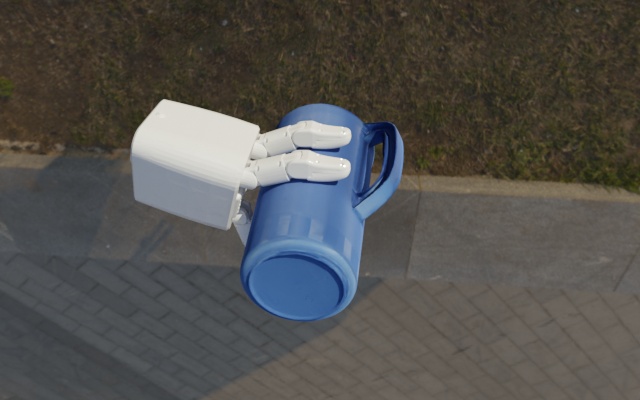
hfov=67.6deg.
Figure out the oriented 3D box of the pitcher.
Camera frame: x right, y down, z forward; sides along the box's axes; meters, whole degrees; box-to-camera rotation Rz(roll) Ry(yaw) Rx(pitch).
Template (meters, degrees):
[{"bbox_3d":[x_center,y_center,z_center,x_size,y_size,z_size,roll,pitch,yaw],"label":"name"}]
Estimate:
[{"bbox_3d":[0.000,0.002,0.517,0.145,0.149,0.242,17,37,-6],"label":"pitcher"}]
